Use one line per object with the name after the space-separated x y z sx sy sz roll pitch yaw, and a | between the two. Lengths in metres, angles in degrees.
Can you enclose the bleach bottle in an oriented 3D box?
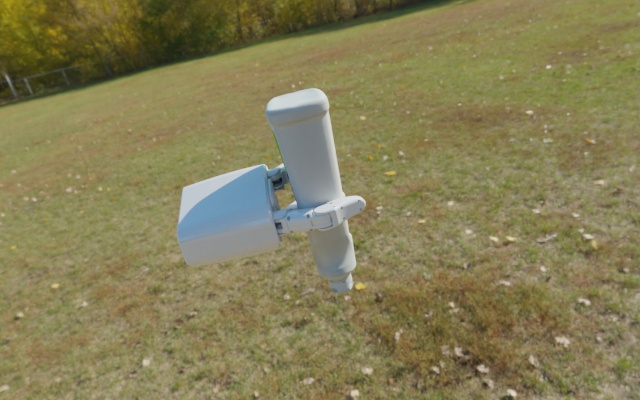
0.000 0.002 0.563 0.068 0.251 0.102 -14 21 0 | bleach bottle
